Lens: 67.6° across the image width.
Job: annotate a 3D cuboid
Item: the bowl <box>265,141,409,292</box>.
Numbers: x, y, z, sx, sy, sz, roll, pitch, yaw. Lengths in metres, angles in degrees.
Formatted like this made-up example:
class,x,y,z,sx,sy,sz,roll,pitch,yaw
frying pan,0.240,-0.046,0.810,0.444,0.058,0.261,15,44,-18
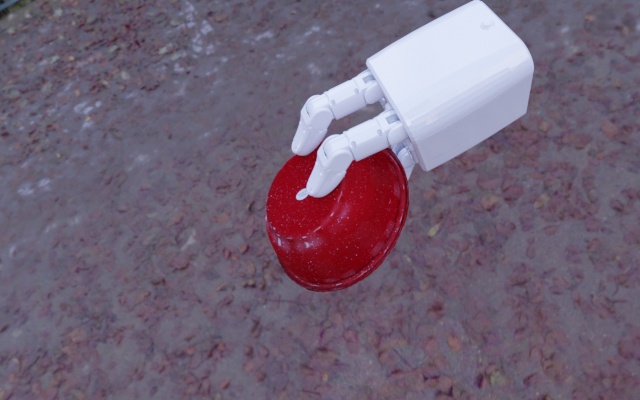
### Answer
class,x,y,z,sx,sy,sz,roll,pitch,yaw
bowl,-0.001,0.002,0.454,0.162,0.162,0.055,0,-21,40
